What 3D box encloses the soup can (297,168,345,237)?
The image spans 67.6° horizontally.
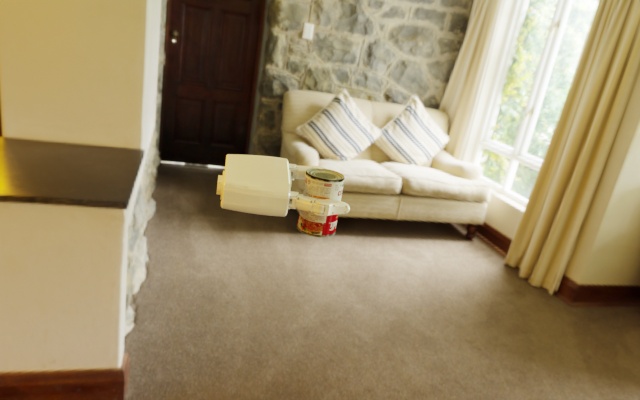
[{"bbox_3d":[0.001,0.002,0.811,0.068,0.102,0.068,9,18,-3],"label":"soup can"}]
